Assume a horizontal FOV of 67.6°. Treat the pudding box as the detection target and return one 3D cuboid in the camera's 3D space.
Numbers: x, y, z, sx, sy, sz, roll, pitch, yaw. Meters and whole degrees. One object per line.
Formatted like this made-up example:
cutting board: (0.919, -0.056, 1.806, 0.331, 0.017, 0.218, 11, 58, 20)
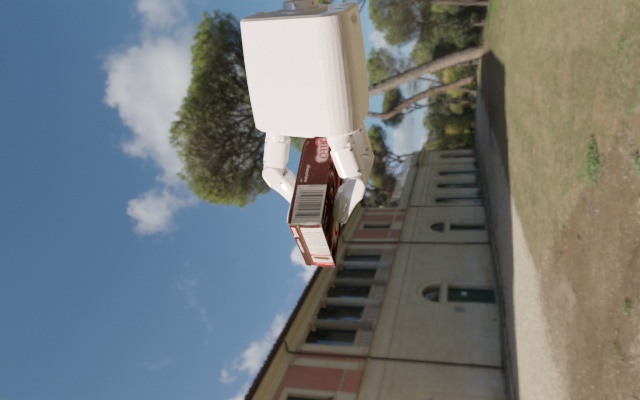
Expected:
pudding box: (0.000, 0.002, 0.513, 0.039, 0.113, 0.090, 2, -34, 15)
